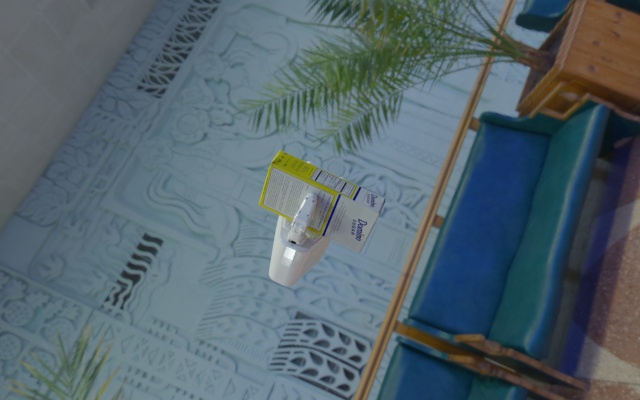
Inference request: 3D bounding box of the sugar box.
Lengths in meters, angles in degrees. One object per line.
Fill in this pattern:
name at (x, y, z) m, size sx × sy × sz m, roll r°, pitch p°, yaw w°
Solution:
sugar box at (0.000, 0.002, 0.725) m, size 0.176 × 0.093 × 0.048 m, roll 24°, pitch 41°, yaw 3°
